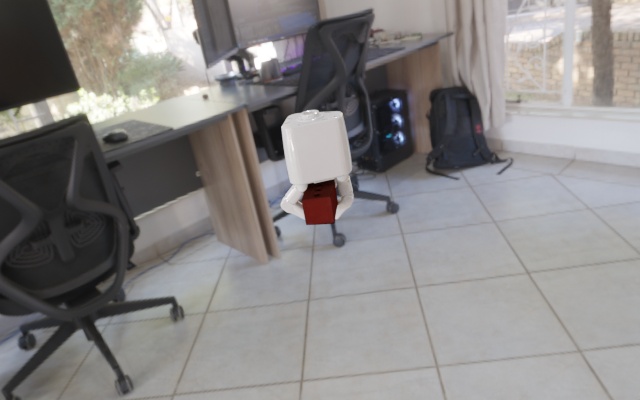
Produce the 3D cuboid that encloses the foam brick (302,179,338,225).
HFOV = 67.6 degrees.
[{"bbox_3d":[0.000,0.003,0.849,0.053,0.051,0.078,-5,25,9],"label":"foam brick"}]
